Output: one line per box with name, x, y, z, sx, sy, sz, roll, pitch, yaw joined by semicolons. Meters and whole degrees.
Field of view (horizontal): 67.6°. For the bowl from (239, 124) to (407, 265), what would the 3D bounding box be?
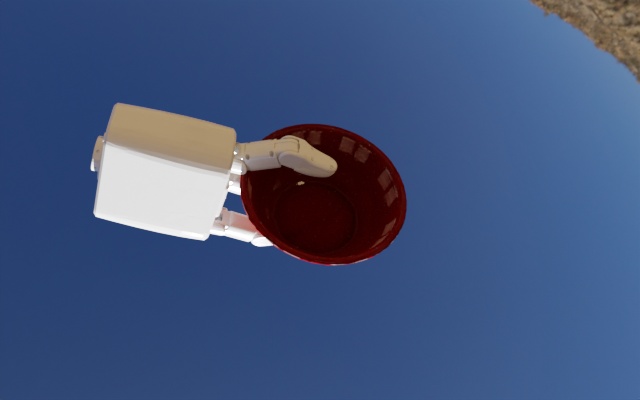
bowl;0.001;0.002;0.473;0.162;0.162;0.055;0;-33;-13
